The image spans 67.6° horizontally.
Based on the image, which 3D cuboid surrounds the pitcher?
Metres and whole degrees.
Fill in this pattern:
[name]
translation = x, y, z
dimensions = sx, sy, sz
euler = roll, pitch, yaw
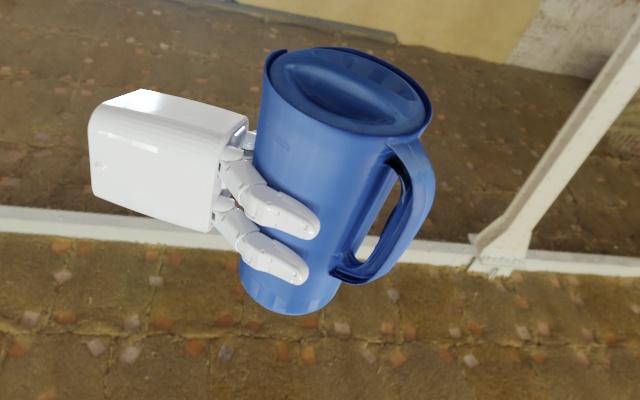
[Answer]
[pitcher]
translation = 0.000, 0.001, 0.430
dimensions = 0.145, 0.243, 0.149
euler = 16, 40, -2
